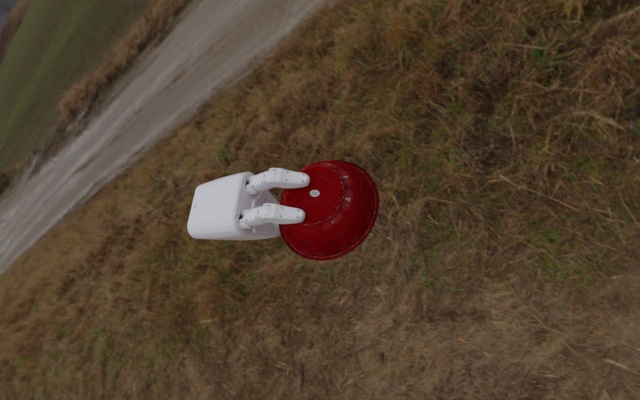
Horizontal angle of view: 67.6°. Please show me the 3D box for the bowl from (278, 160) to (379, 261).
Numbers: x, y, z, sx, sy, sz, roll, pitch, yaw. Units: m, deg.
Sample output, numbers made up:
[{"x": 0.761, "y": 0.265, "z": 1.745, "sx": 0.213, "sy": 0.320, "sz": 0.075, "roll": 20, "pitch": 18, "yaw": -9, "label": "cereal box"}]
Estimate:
[{"x": 0.001, "y": 0.002, "z": 0.688, "sx": 0.162, "sy": 0.162, "sz": 0.055, "roll": 0, "pitch": -23, "yaw": 24, "label": "bowl"}]
